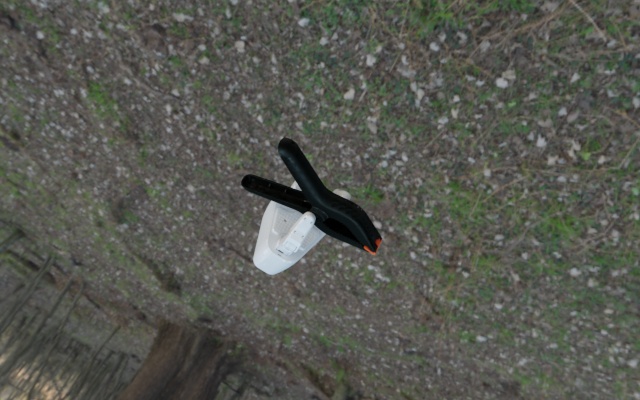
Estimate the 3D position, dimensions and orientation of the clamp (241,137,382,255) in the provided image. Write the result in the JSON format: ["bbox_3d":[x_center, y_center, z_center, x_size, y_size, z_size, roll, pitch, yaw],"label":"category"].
[{"bbox_3d":[0.000,0.003,0.632,0.210,0.036,0.164,33,-25,-7],"label":"clamp"}]
